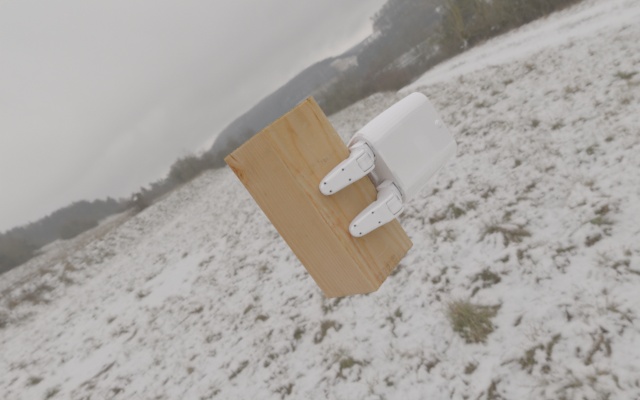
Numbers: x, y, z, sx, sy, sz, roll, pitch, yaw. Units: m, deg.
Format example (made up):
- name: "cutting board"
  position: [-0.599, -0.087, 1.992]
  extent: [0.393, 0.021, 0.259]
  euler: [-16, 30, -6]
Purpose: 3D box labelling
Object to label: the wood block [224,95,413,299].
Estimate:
- name: "wood block"
  position: [0.000, 0.002, 0.545]
  extent: [0.090, 0.206, 0.091]
  euler: [-43, 12, -37]
